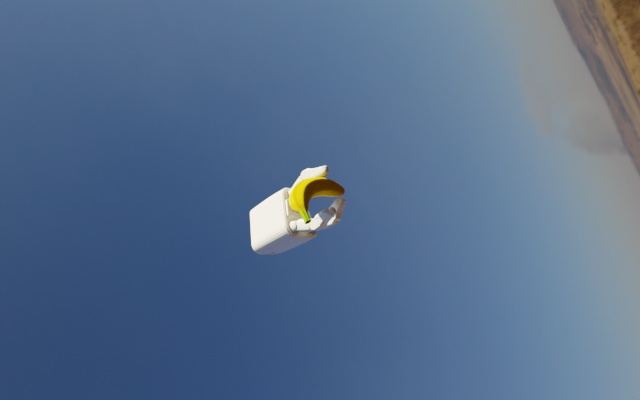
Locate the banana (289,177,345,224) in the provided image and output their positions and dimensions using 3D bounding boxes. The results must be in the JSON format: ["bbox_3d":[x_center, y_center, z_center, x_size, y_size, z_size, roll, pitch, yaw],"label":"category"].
[{"bbox_3d":[-0.012,-0.011,0.895,0.037,0.069,0.197,-33,2,29],"label":"banana"}]
